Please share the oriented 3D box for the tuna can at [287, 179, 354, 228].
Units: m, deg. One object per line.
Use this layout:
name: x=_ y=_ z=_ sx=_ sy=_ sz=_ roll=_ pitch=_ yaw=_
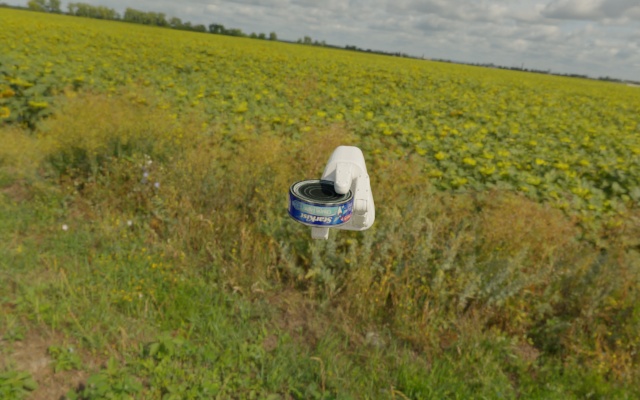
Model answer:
tuna can: x=0.000 y=0.002 z=0.626 sx=0.086 sy=0.034 sz=0.086 roll=5 pitch=23 yaw=-2
